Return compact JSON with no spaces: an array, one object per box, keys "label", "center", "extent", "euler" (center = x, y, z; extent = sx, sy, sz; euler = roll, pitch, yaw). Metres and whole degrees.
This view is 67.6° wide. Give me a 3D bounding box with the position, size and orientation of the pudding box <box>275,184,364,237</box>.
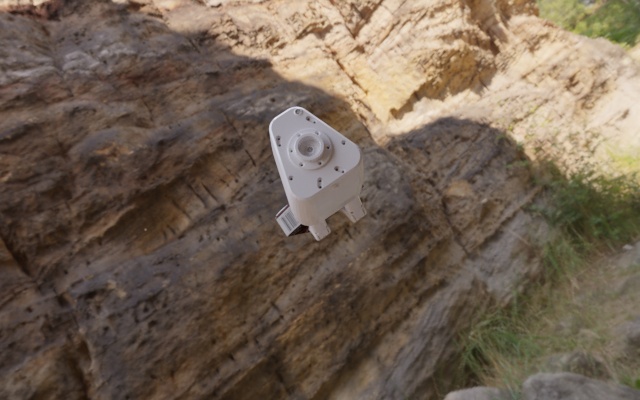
[{"label":"pudding box","center":[0.000,0.002,0.694],"extent":[0.113,0.039,0.090],"euler":[-41,-15,20]}]
